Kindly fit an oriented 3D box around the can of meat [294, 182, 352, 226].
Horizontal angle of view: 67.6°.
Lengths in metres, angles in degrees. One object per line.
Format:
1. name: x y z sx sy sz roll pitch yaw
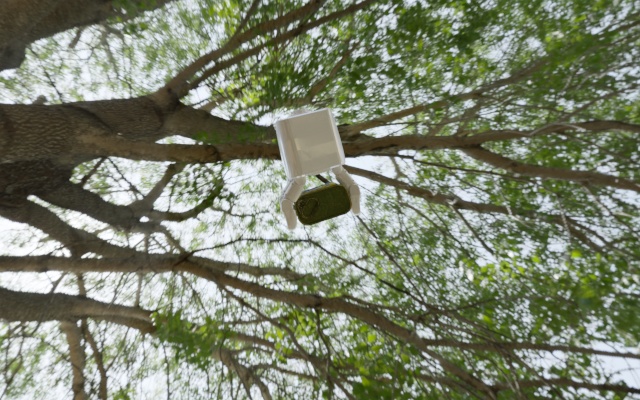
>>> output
1. can of meat: 0.000 0.003 0.893 0.102 0.057 0.084 -18 9 -4
